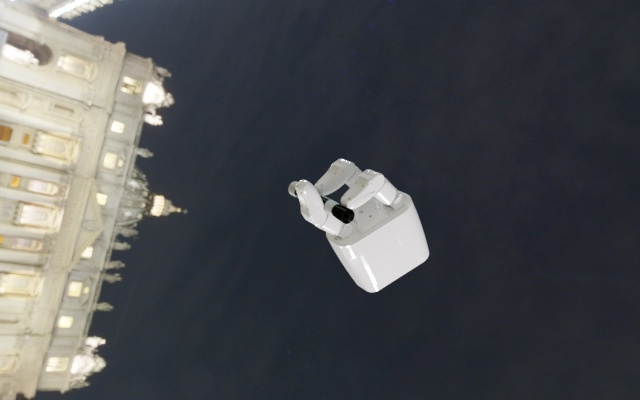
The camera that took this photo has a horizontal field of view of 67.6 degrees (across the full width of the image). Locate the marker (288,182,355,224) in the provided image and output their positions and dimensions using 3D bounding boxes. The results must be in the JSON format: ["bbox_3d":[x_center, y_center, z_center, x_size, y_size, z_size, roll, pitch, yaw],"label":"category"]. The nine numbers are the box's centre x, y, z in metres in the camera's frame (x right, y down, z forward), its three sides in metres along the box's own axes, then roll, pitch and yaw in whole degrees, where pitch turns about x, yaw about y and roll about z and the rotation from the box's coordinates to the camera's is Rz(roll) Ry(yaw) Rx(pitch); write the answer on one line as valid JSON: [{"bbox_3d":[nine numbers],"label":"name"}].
[{"bbox_3d":[0.000,0.002,0.585,0.020,0.020,0.121,0,18,-38],"label":"marker"}]
